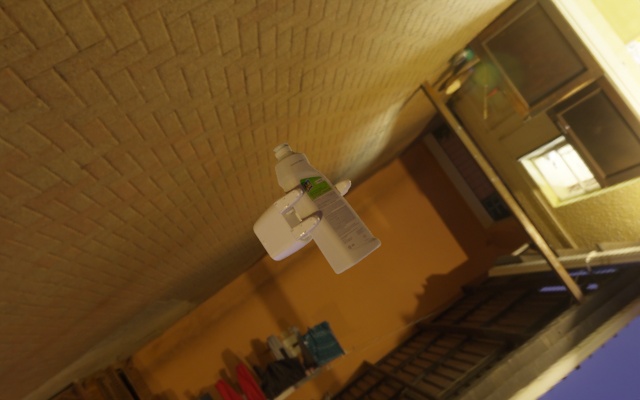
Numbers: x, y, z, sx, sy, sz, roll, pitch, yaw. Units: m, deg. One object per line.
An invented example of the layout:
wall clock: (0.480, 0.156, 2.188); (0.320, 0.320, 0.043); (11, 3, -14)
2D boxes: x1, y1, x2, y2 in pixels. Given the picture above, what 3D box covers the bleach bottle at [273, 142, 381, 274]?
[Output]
bleach bottle: (0.000, 0.003, 0.865); (0.102, 0.251, 0.068); (-28, -7, -45)
